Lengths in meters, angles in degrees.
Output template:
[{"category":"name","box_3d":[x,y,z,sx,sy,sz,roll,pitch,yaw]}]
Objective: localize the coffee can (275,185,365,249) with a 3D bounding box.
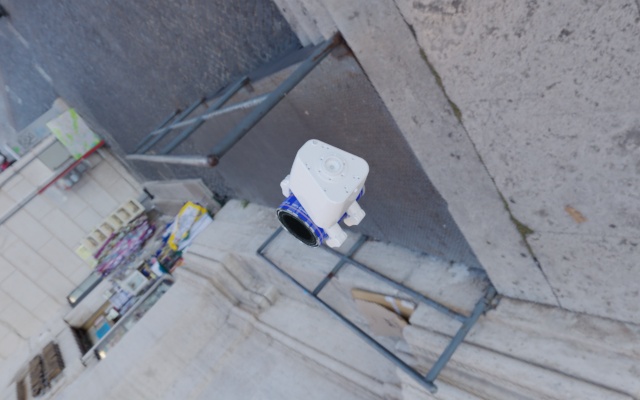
[{"category":"coffee can","box_3d":[0.000,0.003,0.873,0.140,0.103,0.103,-49,24,-23]}]
